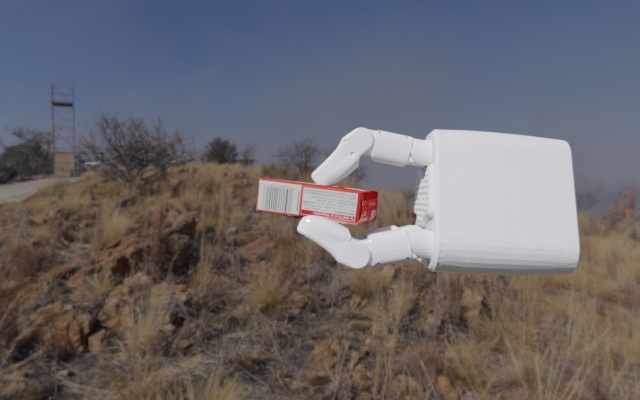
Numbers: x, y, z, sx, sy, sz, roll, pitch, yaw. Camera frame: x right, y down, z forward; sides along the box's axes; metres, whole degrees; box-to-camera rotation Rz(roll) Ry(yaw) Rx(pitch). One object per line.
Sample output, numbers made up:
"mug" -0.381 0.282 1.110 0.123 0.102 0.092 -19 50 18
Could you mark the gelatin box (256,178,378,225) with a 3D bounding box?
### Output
"gelatin box" 0.000 0.001 0.409 0.089 0.030 0.073 8 2 15
